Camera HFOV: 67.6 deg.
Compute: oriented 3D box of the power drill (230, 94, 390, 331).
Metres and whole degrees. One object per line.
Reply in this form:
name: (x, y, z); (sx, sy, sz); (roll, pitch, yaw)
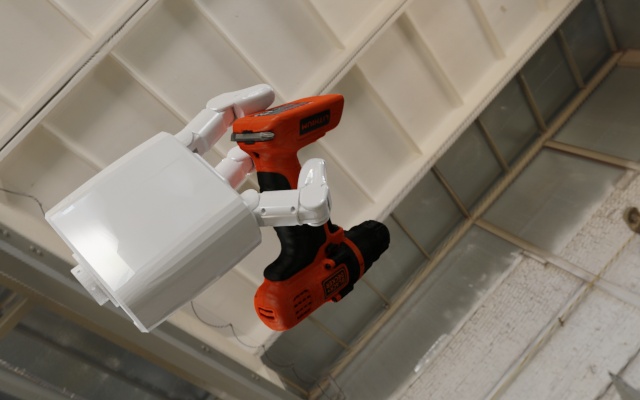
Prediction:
power drill: (0.000, 0.001, 0.444); (0.057, 0.188, 0.184); (2, 21, 39)
